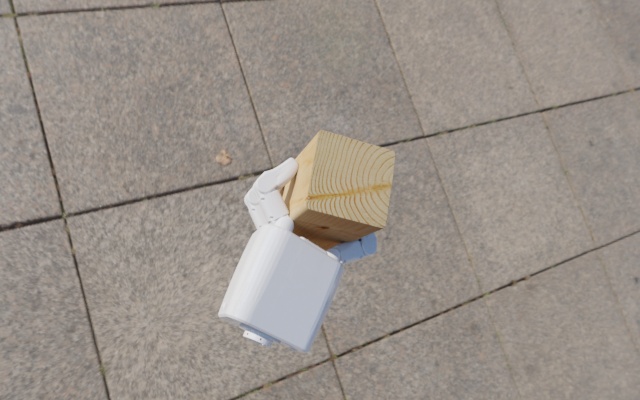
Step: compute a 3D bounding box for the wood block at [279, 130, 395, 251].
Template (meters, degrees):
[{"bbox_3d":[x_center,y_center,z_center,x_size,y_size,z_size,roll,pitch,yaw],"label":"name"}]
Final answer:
[{"bbox_3d":[0.000,0.002,0.584,0.091,0.090,0.206,15,-18,-16],"label":"wood block"}]
